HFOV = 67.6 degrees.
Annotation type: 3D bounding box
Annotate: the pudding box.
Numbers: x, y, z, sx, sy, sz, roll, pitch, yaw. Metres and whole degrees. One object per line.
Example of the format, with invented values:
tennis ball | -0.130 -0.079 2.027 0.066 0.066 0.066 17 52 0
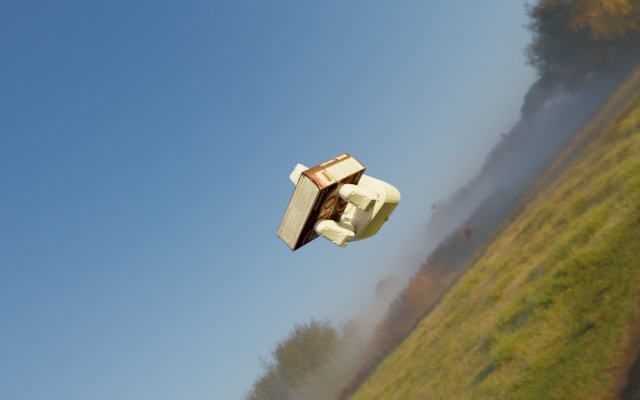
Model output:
pudding box | 0.000 0.002 0.602 0.039 0.114 0.090 40 41 21
